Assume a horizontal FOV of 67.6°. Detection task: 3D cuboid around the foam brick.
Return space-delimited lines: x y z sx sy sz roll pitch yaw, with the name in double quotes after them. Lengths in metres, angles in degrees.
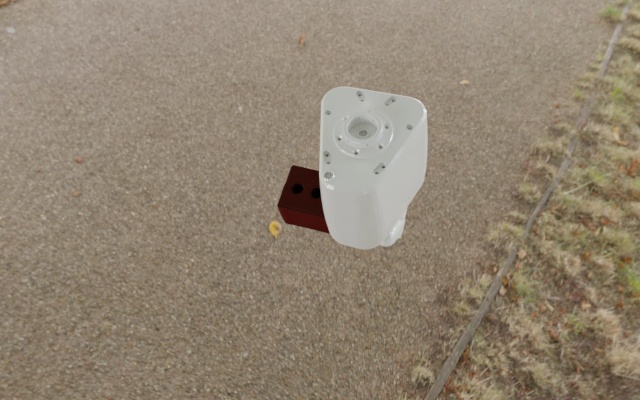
0.000 0.002 0.520 0.078 0.053 0.051 13 -21 15 "foam brick"
